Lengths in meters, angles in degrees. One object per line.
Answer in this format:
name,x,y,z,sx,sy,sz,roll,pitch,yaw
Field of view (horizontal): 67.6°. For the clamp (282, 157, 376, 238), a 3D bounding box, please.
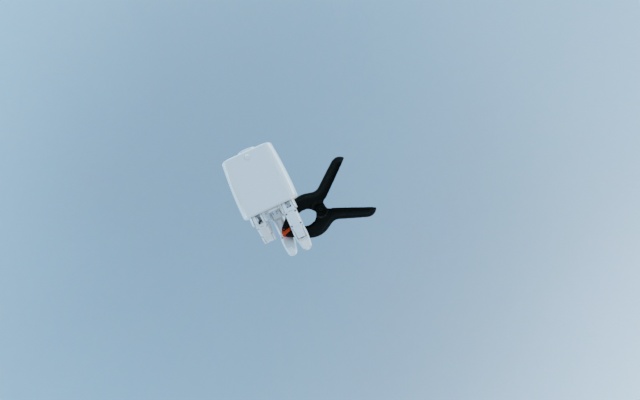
clamp,0.000,0.003,0.847,0.171,0.120,0.039,-25,-2,-2
